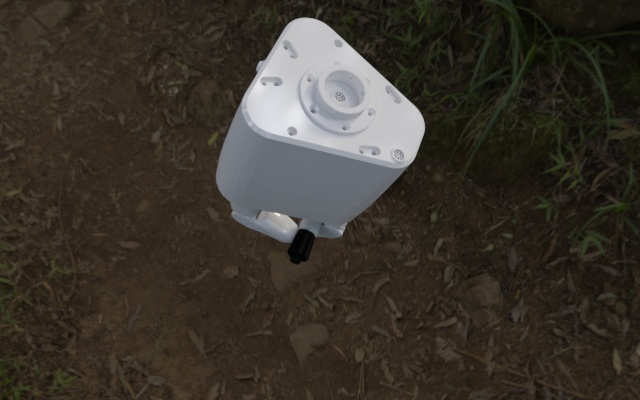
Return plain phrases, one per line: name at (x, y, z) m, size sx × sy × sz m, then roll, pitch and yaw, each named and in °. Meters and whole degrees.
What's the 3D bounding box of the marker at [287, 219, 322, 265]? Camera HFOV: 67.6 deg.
marker at (0.000, 0.001, 0.423) m, size 0.020 × 0.121 × 0.020 m, roll 19°, pitch -26°, yaw 10°
